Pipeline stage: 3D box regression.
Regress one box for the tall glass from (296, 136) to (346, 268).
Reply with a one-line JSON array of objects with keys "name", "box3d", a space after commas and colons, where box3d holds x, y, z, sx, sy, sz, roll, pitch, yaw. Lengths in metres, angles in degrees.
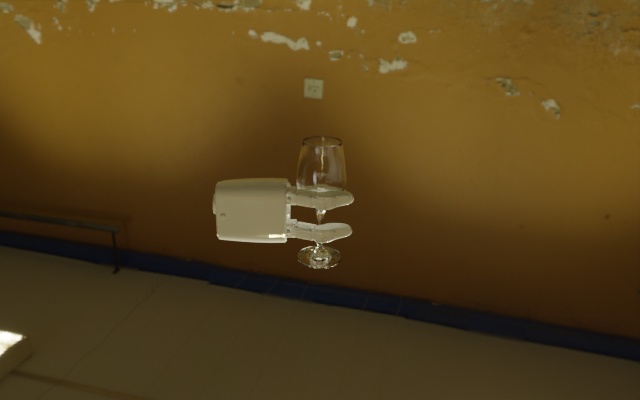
[{"name": "tall glass", "box3d": [0.000, 0.003, 0.760, 0.079, 0.201, 0.079, 2, 22, -1]}]
